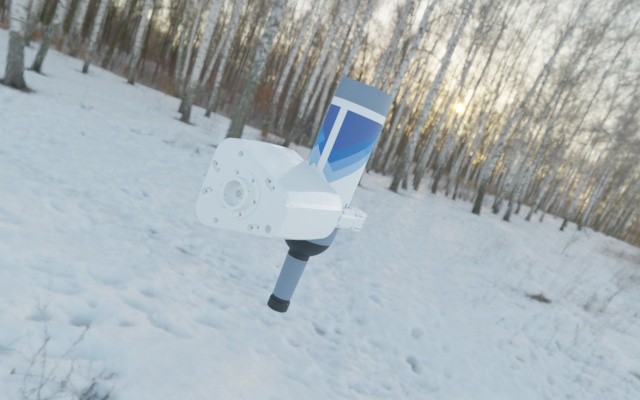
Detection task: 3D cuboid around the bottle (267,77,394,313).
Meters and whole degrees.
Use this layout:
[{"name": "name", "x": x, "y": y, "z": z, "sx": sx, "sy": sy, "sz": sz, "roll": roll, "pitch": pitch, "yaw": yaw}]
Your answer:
[{"name": "bottle", "x": 0.000, "y": 0.002, "z": 0.584, "sx": 0.069, "sy": 0.296, "sz": 0.069, "roll": 22, "pitch": 9, "yaw": -4}]
